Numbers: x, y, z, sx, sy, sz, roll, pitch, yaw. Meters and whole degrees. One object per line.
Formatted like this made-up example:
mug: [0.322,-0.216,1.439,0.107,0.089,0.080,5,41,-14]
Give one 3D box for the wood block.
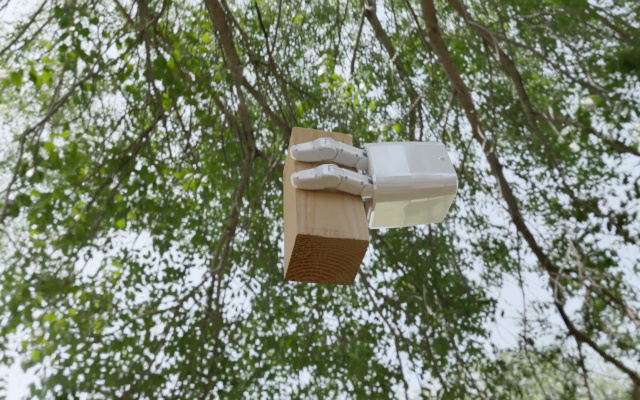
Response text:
wood block: [0.000,0.002,0.643,0.090,0.091,0.206,6,43,-10]
